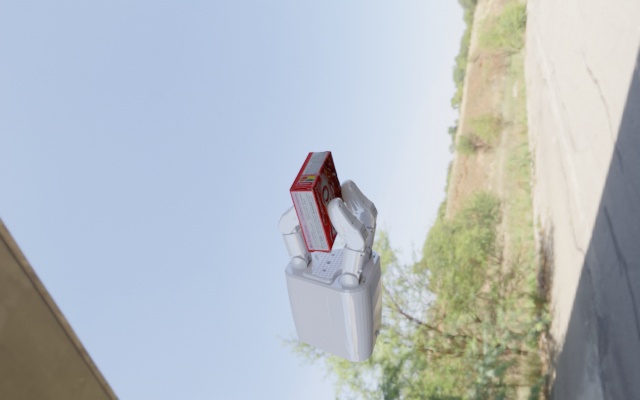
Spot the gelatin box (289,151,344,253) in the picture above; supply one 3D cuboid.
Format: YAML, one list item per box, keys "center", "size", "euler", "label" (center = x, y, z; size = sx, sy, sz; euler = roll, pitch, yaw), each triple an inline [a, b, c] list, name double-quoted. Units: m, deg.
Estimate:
- center: [0.000, 0.001, 0.525]
  size: [0.030, 0.089, 0.073]
  euler: [-1, 37, 21]
  label: "gelatin box"
